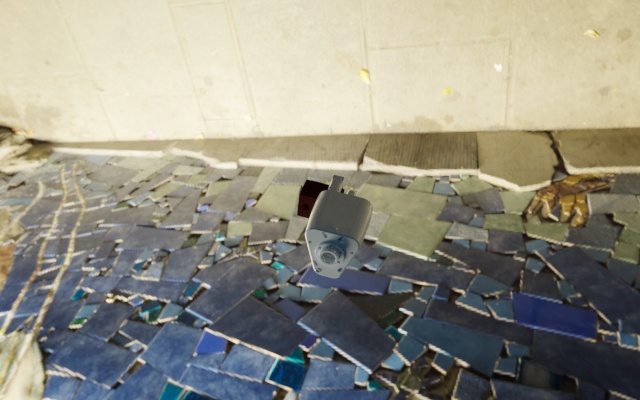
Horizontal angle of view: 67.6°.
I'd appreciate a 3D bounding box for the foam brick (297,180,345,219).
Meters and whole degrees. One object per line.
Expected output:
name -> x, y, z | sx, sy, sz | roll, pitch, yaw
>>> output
foam brick -> 0.000, 0.003, 0.891 | 0.078, 0.053, 0.051 | 14, 39, 8
